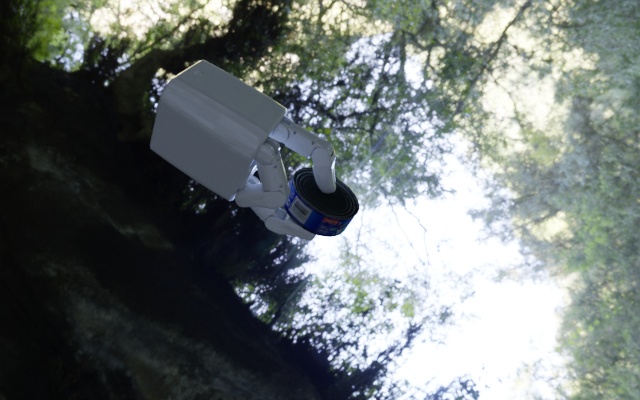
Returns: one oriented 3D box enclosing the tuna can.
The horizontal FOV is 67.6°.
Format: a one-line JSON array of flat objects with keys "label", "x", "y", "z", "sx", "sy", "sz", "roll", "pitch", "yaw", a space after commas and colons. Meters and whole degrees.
[{"label": "tuna can", "x": 0.000, "y": 0.002, "z": 0.553, "sx": 0.086, "sy": 0.034, "sz": 0.086, "roll": 23, "pitch": 32, "yaw": -15}]
